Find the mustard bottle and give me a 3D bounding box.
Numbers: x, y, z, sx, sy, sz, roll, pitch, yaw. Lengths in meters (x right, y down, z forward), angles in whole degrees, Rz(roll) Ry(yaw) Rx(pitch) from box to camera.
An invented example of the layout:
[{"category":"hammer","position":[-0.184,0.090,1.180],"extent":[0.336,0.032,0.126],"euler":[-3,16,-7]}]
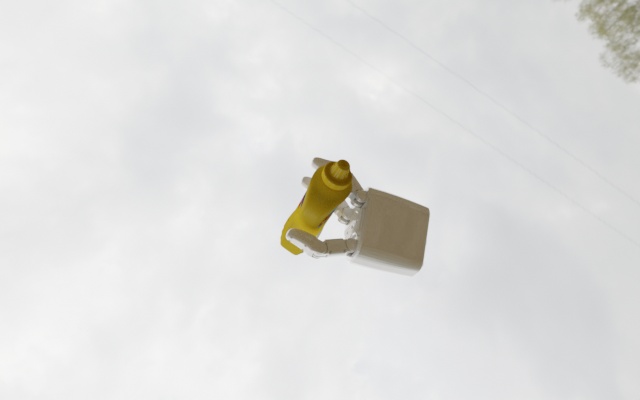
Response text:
[{"category":"mustard bottle","position":[0.000,0.002,0.697],"extent":[0.058,0.096,0.192],"euler":[36,-37,2]}]
